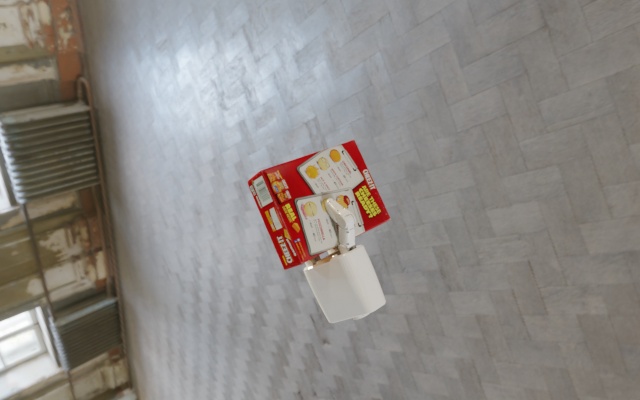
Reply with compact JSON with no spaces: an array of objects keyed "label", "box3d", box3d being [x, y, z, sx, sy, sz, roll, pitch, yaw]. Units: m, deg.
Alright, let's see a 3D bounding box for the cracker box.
[{"label":"cracker box","box3d":[0.000,0.003,0.834,0.213,0.164,0.072,-23,-2,-37]}]
